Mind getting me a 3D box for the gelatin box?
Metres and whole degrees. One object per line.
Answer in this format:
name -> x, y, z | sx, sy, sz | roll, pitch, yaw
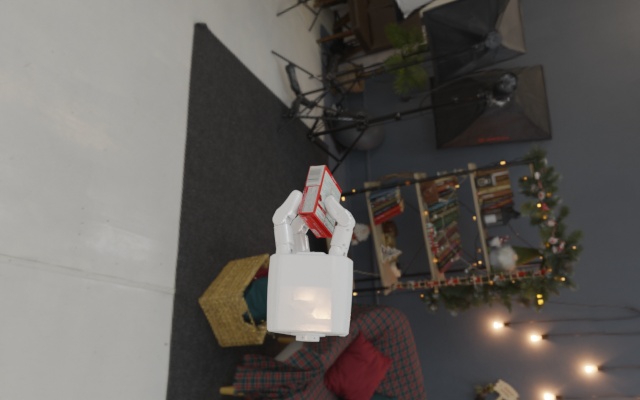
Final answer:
gelatin box -> 0.001, 0.002, 0.731 | 0.030, 0.089, 0.073 | -1, -32, 25
